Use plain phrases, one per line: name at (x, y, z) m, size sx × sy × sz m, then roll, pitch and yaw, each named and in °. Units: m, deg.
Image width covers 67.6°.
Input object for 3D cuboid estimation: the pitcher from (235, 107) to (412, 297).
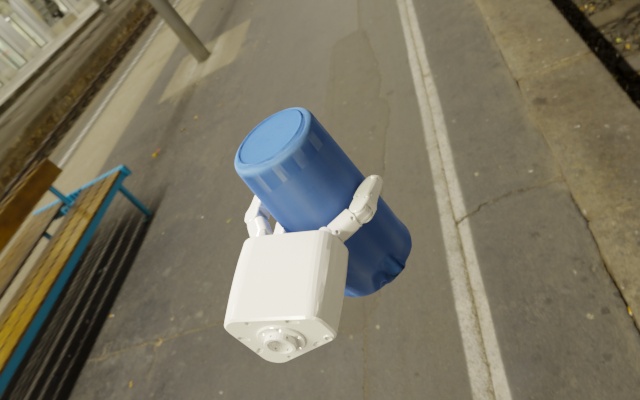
pitcher at (0.000, 0.002, 0.609) m, size 0.149 × 0.145 × 0.243 m, roll -18°, pitch -50°, yaw 28°
